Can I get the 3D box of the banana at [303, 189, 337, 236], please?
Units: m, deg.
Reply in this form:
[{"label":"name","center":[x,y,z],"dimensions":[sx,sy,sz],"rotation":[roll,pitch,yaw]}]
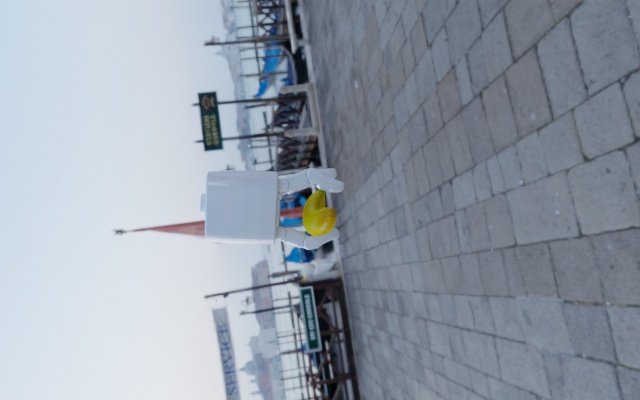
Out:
[{"label":"banana","center":[-0.004,0.019,0.730],"dimensions":[0.037,0.070,0.197],"rotation":[12,14,-8]}]
